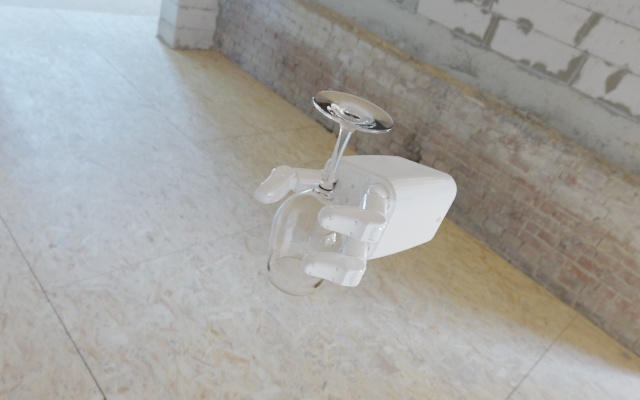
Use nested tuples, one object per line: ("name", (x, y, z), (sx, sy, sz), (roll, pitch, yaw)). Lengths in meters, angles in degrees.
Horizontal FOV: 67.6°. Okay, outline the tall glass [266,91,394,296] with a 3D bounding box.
("tall glass", (0.000, 0.001, 0.465), (0.079, 0.201, 0.079), (15, 31, -9))
